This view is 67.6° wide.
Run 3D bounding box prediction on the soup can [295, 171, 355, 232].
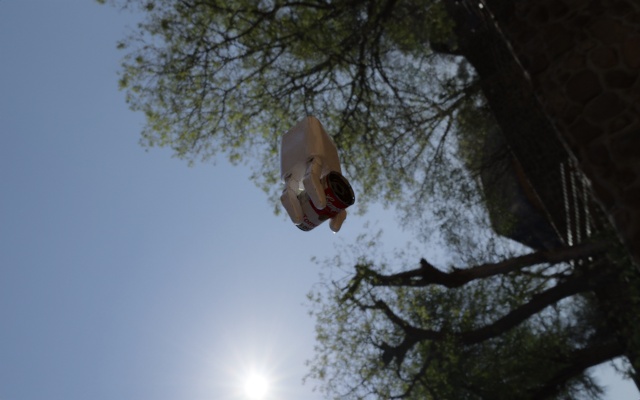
[{"bbox_3d":[0.000,0.003,0.831,0.102,0.068,0.068,-33,-18,29],"label":"soup can"}]
